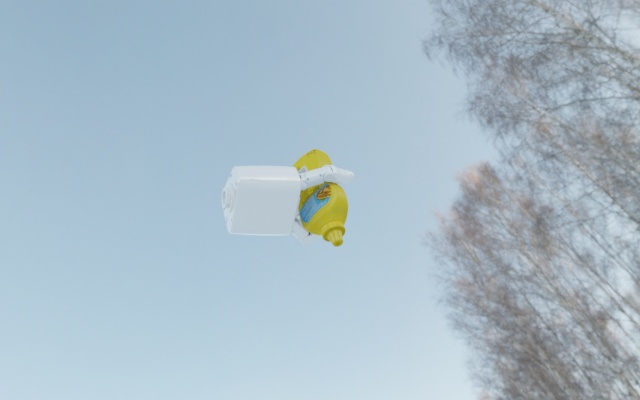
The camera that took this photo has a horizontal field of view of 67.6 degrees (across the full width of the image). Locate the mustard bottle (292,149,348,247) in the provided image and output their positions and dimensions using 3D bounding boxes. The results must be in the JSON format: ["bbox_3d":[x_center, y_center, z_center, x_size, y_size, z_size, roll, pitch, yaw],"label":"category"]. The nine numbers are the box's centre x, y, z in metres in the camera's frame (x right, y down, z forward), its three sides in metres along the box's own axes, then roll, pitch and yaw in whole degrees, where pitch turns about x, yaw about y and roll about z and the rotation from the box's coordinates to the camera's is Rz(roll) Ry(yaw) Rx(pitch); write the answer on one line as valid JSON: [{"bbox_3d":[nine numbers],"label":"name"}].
[{"bbox_3d":[0.000,0.003,0.836,0.058,0.191,0.096,24,-59,-40],"label":"mustard bottle"}]
